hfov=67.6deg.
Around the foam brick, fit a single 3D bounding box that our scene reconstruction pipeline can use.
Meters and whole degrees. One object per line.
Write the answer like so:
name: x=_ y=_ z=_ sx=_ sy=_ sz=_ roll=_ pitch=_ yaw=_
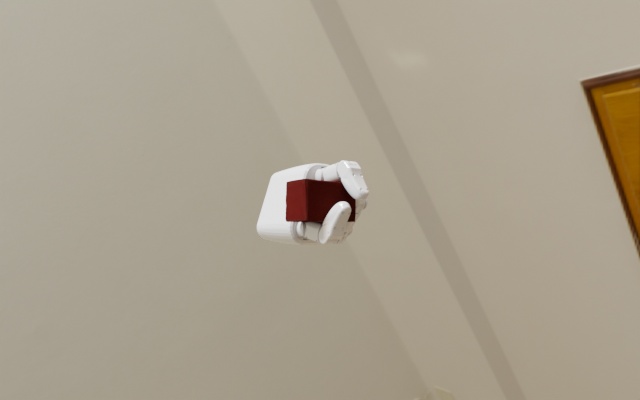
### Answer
foam brick: x=0.000 y=0.002 z=0.608 sx=0.078 sy=0.053 sz=0.051 roll=3 pitch=-4 yaw=-35
